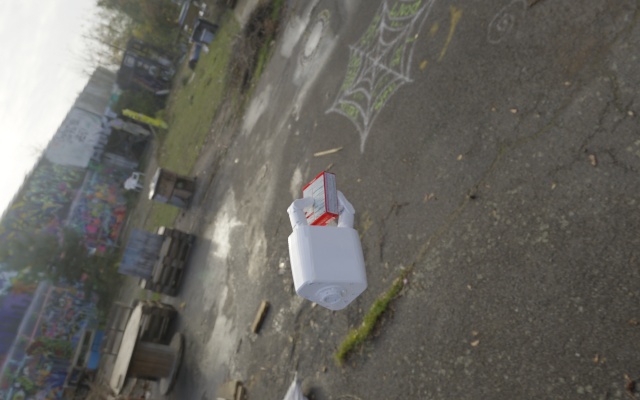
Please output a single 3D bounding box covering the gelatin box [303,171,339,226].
[{"bbox_3d":[0.000,0.002,0.865,0.030,0.089,0.073,13,-32,-30],"label":"gelatin box"}]
